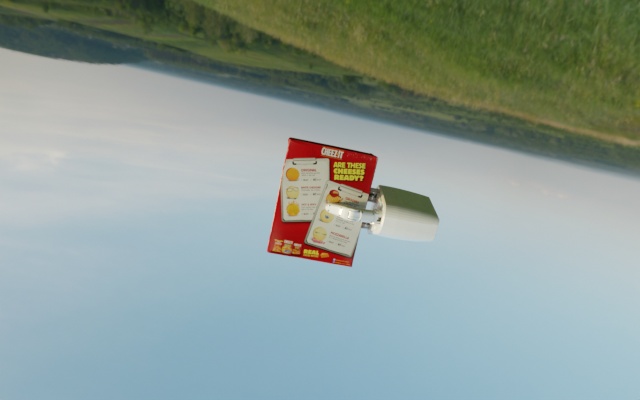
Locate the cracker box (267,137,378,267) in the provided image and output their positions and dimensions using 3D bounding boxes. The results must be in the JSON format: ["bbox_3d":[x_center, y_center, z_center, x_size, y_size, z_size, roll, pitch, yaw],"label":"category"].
[{"bbox_3d":[0.000,0.003,0.890,0.164,0.214,0.072,11,11,-8],"label":"cracker box"}]
